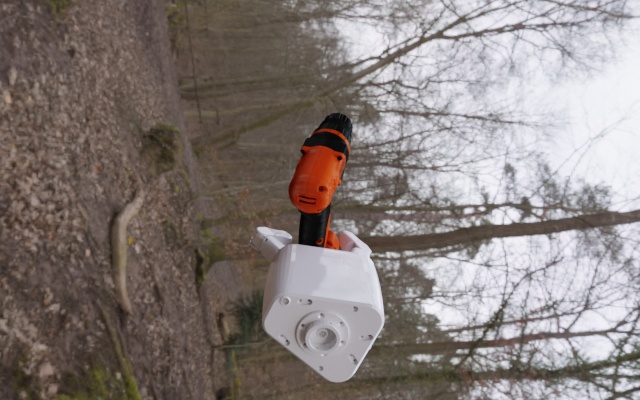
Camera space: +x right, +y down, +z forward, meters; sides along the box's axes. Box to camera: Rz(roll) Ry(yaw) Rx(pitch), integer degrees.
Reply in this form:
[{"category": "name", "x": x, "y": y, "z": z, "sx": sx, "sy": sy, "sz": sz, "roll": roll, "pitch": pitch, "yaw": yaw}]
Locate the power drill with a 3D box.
[{"category": "power drill", "x": 0.000, "y": 0.002, "z": 0.594, "sx": 0.057, "sy": 0.188, "sz": 0.184, "roll": 10, "pitch": 36, "yaw": 10}]
